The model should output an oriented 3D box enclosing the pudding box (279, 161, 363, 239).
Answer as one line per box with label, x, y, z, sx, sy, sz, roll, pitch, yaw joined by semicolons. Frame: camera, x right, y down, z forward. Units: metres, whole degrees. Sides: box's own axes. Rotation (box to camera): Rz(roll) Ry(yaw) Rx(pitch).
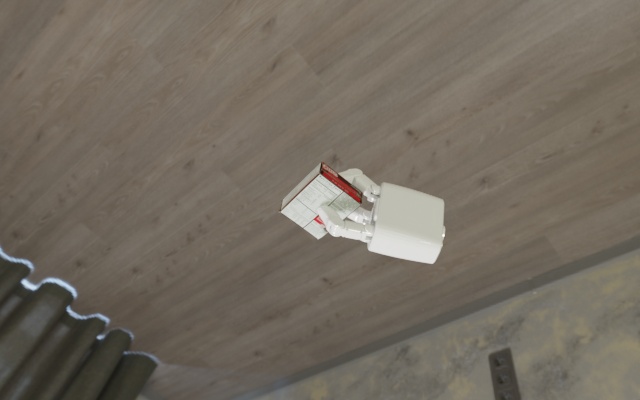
pudding box;0.000;0.003;0.783;0.090;0.113;0.039;37;32;-17
